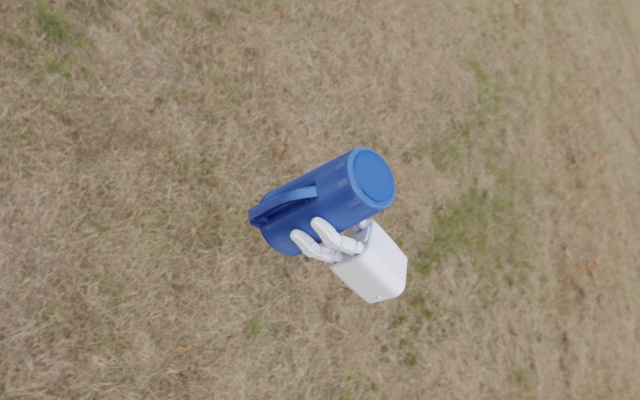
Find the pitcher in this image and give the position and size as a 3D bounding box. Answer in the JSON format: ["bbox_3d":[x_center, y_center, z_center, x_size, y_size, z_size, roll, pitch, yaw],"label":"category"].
[{"bbox_3d":[0.000,0.003,0.823,0.243,0.145,0.149,-28,20,44],"label":"pitcher"}]
